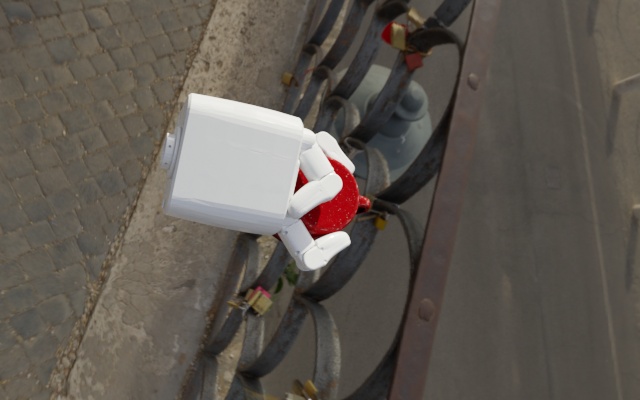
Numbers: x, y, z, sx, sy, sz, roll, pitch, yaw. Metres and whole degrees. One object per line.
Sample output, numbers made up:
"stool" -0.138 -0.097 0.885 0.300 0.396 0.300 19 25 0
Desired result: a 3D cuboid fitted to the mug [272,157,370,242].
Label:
"mug" 0.001 0.002 0.523 0.117 0.093 0.081 10 -14 -23
